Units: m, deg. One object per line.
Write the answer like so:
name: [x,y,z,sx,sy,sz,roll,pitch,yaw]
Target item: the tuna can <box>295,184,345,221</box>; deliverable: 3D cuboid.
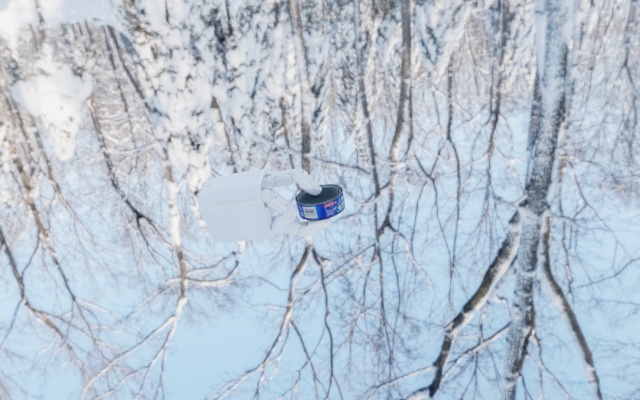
tuna can: [0.000,0.003,0.840,0.086,0.034,0.086,-11,22,5]
